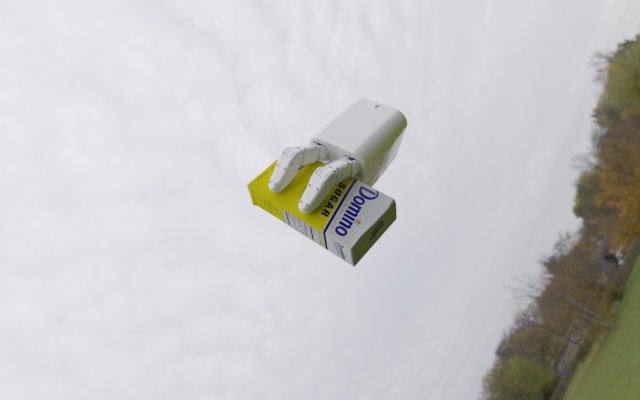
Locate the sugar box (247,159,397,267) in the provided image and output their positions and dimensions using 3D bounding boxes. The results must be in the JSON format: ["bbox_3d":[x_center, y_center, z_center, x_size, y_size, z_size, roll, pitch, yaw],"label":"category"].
[{"bbox_3d":[0.000,0.002,0.614,0.176,0.048,0.093,27,58,31],"label":"sugar box"}]
